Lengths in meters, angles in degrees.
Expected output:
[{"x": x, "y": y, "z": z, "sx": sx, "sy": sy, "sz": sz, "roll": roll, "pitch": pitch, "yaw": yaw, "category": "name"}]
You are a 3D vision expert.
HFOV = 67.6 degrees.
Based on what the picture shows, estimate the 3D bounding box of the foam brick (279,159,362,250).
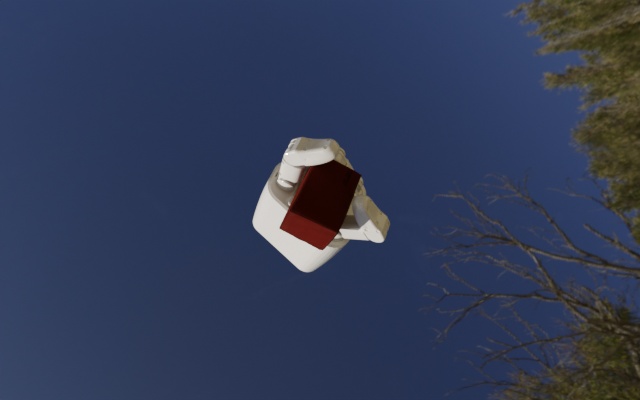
[{"x": 0.000, "y": 0.002, "z": 0.490, "sx": 0.053, "sy": 0.078, "sz": 0.051, "roll": 28, "pitch": -32, "yaw": -5, "category": "foam brick"}]
